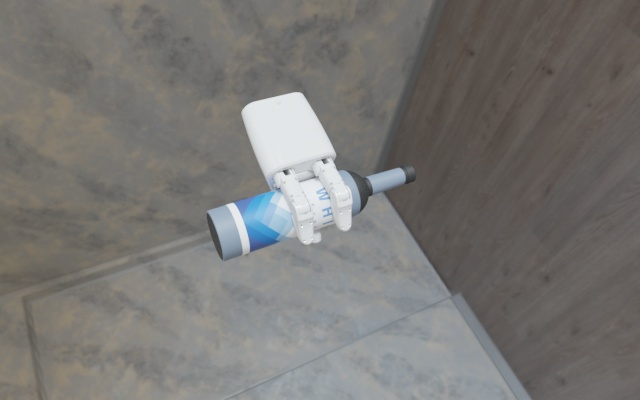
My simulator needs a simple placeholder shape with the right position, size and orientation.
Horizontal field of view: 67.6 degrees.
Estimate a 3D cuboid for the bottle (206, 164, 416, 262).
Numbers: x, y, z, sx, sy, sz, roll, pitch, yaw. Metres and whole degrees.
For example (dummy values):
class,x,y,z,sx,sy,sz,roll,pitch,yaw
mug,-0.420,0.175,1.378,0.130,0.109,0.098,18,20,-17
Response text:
class,x,y,z,sx,sy,sz,roll,pitch,yaw
bottle,0.000,0.002,0.643,0.295,0.069,0.069,-18,6,-20
